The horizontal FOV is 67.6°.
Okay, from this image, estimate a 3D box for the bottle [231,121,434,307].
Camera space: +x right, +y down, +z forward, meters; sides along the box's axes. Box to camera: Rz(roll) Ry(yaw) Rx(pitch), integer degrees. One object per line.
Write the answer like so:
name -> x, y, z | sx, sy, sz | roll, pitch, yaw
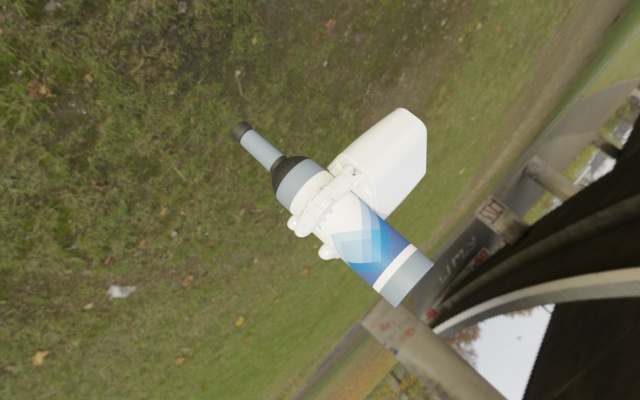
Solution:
bottle -> 0.000, 0.002, 0.576 | 0.295, 0.069, 0.069 | 42, 14, 16
